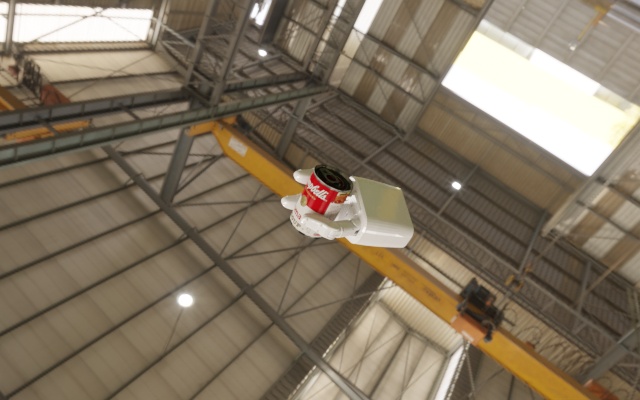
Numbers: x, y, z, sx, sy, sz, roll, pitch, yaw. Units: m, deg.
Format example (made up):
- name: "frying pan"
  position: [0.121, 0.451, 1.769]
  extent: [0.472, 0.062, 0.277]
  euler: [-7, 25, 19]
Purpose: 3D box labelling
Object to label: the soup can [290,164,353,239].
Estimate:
- name: "soup can"
  position: [0.000, 0.003, 0.766]
  extent: [0.068, 0.102, 0.068]
  euler: [21, 31, -13]
